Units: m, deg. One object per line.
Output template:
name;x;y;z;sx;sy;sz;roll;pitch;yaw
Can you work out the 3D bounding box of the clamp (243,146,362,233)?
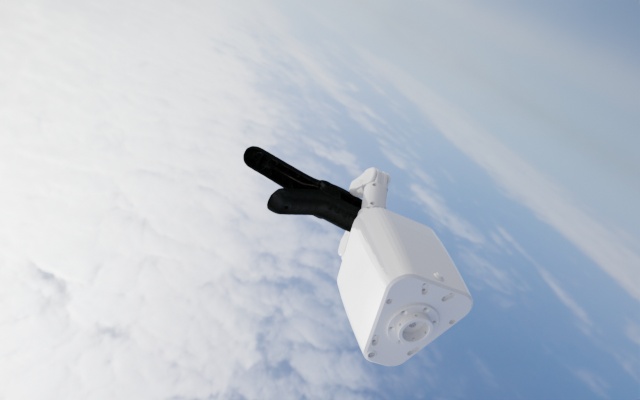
clamp;0.000;0.002;0.507;0.171;0.039;0.120;22;24;-22
